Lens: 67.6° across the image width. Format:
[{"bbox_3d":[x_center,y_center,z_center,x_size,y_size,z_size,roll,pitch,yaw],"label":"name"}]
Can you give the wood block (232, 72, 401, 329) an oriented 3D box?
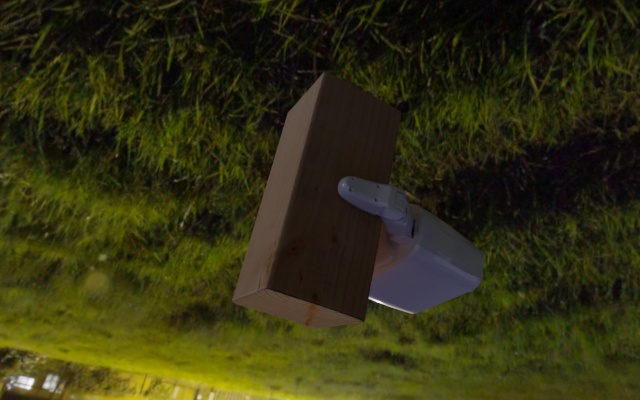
[{"bbox_3d":[0.001,0.002,0.441,0.090,0.206,0.091,23,-26,-21],"label":"wood block"}]
